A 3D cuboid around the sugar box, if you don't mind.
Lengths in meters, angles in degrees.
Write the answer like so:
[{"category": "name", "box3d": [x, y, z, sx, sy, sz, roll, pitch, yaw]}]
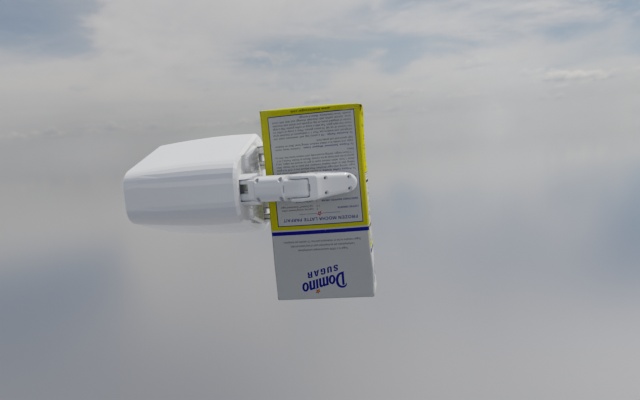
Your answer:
[{"category": "sugar box", "box3d": [0.000, 0.001, 0.447, 0.093, 0.176, 0.048, -3, 8, 9]}]
